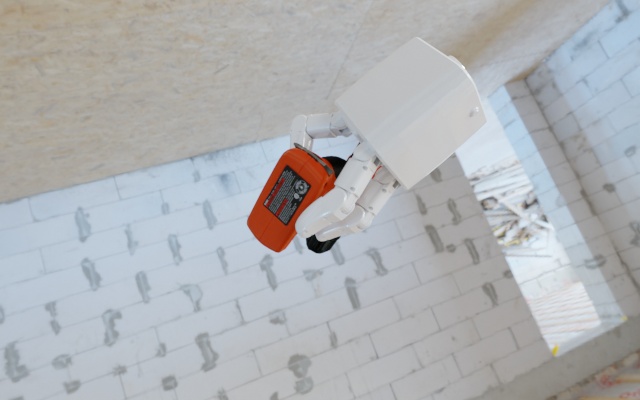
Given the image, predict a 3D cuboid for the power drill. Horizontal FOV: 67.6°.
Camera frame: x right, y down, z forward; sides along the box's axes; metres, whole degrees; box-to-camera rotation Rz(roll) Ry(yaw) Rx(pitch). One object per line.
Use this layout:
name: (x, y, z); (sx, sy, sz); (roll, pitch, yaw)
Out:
power drill: (0.000, 0.002, 0.547); (0.057, 0.184, 0.187); (38, 23, 18)
